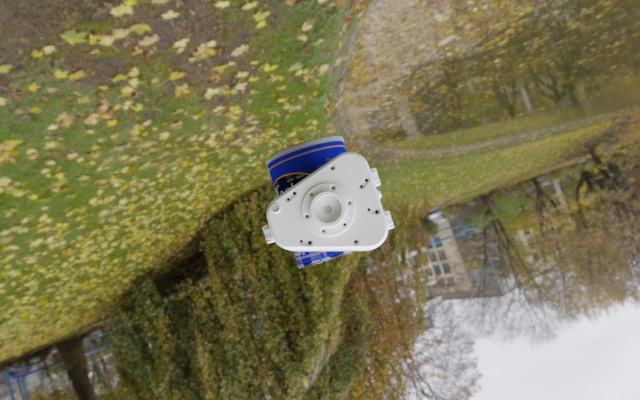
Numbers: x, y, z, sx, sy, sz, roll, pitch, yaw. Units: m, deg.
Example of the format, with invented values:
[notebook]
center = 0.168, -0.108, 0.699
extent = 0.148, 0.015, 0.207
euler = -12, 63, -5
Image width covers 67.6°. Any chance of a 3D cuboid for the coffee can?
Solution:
[coffee can]
center = 0.000, 0.002, 0.598
extent = 0.103, 0.140, 0.103
euler = -17, -4, -1
